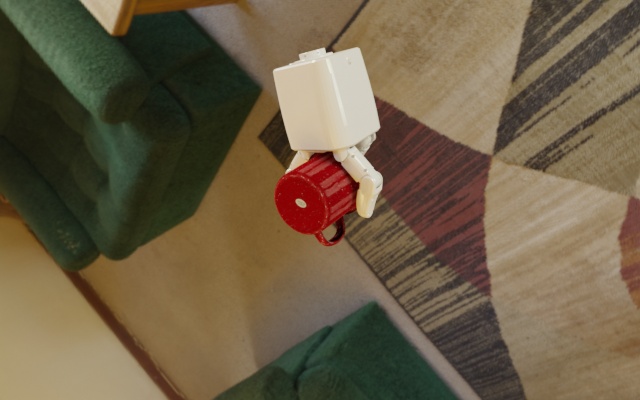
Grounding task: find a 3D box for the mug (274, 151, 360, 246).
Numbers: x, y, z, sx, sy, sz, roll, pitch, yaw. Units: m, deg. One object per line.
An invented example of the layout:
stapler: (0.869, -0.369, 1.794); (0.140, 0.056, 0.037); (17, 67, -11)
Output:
mug: (0.000, 0.003, 0.597); (0.093, 0.117, 0.081); (-3, 20, 37)
